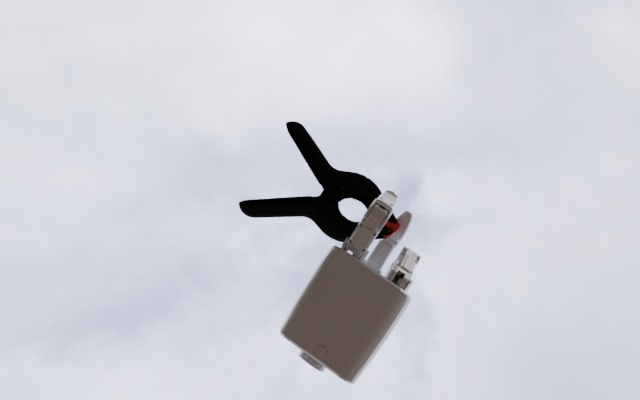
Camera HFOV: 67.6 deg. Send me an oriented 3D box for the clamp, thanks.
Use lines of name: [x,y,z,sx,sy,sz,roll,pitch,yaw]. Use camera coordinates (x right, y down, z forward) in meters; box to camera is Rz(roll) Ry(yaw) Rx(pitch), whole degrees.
clamp: [0.000,0.002,0.524,0.171,0.120,0.039,35,-8,8]
